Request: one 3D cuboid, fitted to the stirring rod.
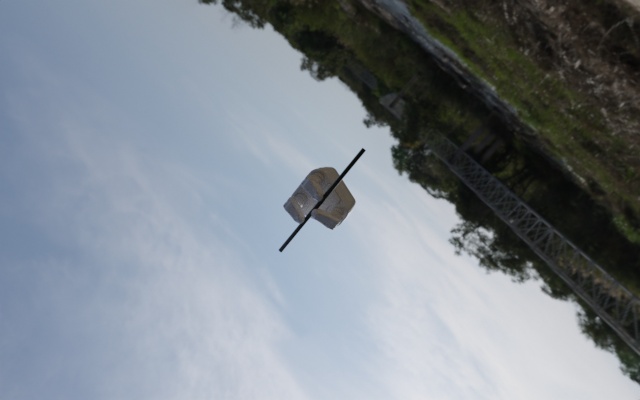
[{"bbox_3d":[0.000,0.003,0.839,0.011,0.239,0.011,36,16,-12],"label":"stirring rod"}]
